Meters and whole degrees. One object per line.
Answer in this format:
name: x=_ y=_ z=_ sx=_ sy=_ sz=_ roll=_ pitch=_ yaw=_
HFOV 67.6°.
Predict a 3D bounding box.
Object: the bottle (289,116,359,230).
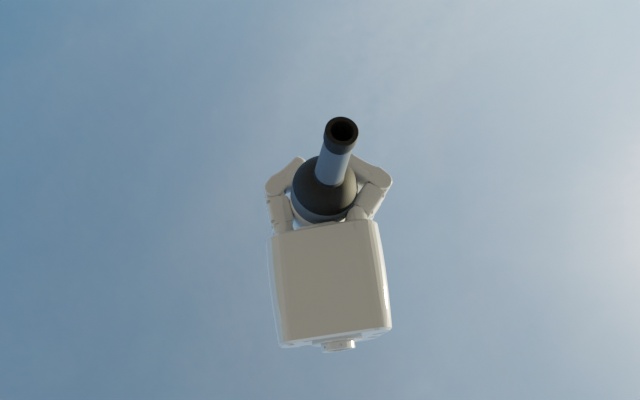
bottle: x=0.000 y=0.002 z=0.511 sx=0.069 sy=0.069 sz=0.296 roll=0 pitch=-23 yaw=-7
